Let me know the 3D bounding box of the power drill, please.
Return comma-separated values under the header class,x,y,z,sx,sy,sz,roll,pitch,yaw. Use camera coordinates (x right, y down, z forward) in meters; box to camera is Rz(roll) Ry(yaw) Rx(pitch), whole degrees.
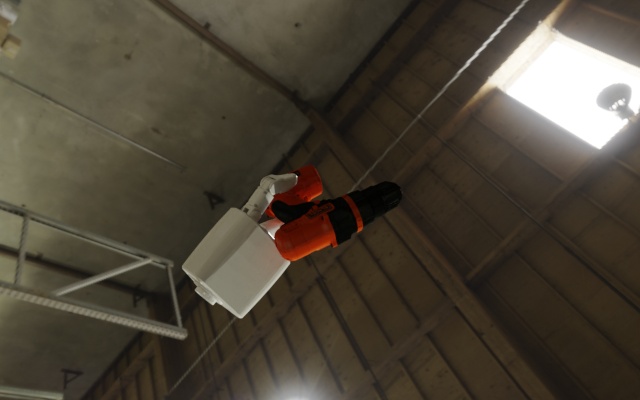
class,x,y,z,sx,sy,sz,roll,pitch,yaw
power drill,0.000,0.002,0.682,0.184,0.057,0.187,-24,24,-15
